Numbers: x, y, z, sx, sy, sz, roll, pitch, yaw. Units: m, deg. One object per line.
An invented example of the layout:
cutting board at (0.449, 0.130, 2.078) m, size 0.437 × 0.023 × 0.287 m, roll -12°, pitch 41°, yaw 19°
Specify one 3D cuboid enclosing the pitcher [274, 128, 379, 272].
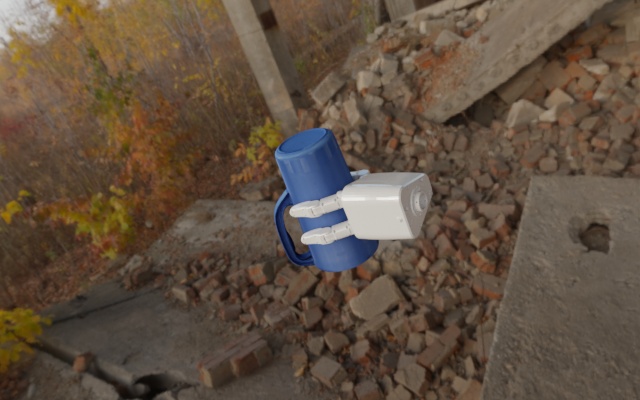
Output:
pitcher at (0.000, 0.003, 0.861) m, size 0.145 × 0.243 × 0.149 m, roll 0°, pitch 33°, yaw 39°
